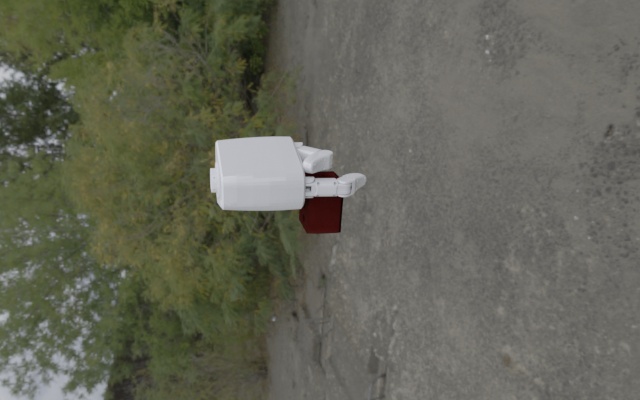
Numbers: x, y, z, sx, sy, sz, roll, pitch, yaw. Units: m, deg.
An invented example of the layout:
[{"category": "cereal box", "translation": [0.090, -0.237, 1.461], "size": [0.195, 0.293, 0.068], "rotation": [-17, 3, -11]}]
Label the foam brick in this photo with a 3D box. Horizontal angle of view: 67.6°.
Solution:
[{"category": "foam brick", "translation": [0.000, 0.003, 0.683], "size": [0.051, 0.078, 0.053], "rotation": [-4, 23, -16]}]
